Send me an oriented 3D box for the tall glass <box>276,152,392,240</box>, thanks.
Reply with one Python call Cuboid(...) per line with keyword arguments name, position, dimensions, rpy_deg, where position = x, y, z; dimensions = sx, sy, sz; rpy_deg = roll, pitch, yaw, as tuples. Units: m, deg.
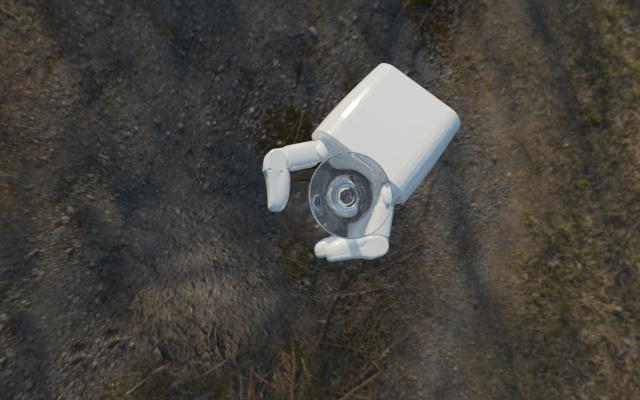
Cuboid(name="tall glass", position=(0.000, 0.002, 0.495), dimensions=(0.079, 0.079, 0.201), rpy_deg=(0, -4, -16))
